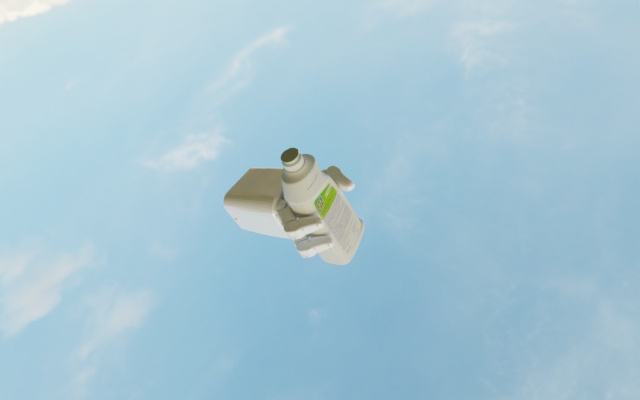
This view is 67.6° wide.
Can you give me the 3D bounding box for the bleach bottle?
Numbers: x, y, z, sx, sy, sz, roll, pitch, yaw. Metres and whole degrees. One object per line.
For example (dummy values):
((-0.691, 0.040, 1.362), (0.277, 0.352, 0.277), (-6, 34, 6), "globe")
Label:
((0.000, 0.003, 0.773), (0.068, 0.102, 0.251), (7, -33, 28), "bleach bottle")
